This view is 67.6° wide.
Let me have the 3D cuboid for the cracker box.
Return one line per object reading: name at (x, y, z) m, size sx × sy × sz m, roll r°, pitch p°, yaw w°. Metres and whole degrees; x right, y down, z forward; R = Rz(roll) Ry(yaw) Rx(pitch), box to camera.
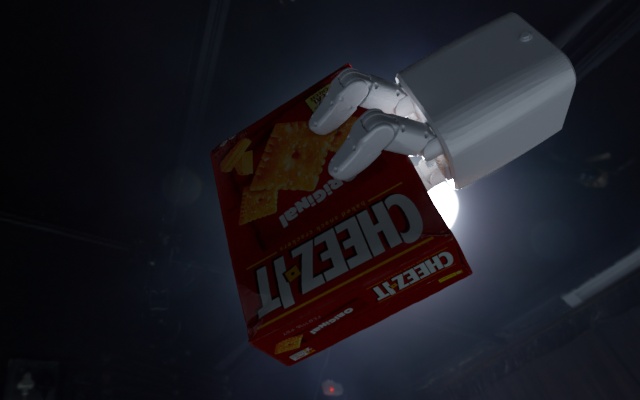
cracker box at (0.000, 0.001, 0.408) m, size 0.164 × 0.213 × 0.072 m, roll -30°, pitch -41°, yaw 10°
